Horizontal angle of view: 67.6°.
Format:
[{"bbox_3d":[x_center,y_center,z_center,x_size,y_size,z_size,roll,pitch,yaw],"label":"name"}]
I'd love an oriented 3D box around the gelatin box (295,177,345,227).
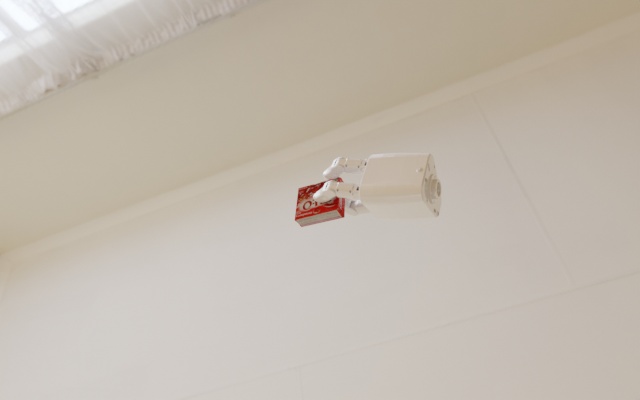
[{"bbox_3d":[0.000,0.003,0.860,0.089,0.073,0.030,-14,-41,24],"label":"gelatin box"}]
